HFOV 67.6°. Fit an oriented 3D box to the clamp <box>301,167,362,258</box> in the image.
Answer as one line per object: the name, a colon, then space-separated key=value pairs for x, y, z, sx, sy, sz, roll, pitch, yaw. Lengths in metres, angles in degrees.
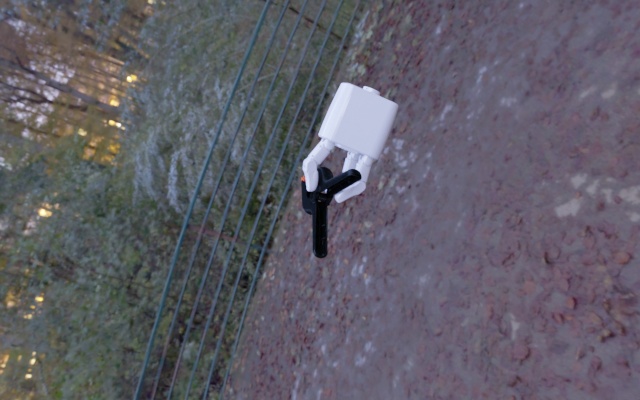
clamp: x=-0.001 y=0.002 z=0.877 sx=0.036 sy=0.164 sz=0.210 roll=19 pitch=8 yaw=-23
